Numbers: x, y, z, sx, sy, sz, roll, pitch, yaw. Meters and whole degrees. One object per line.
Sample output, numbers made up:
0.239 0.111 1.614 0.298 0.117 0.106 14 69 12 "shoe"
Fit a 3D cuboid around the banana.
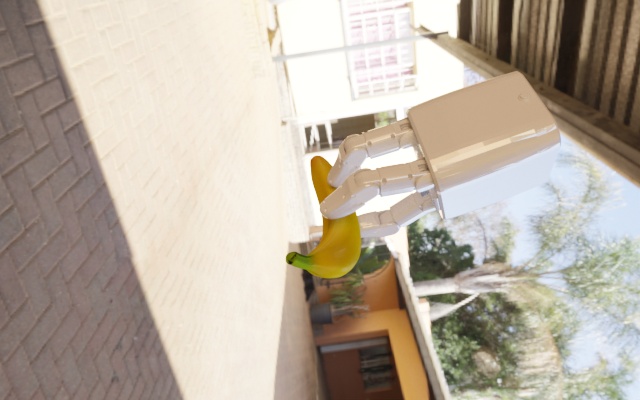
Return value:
0.011 0.017 0.464 0.037 0.070 0.197 -32 22 19 "banana"
